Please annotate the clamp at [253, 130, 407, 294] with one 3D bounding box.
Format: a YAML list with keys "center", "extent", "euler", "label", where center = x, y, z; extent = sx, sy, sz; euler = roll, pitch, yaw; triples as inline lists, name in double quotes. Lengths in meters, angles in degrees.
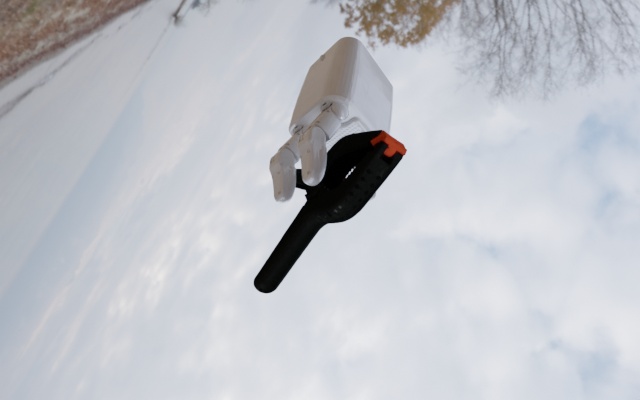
- center: [0.001, 0.002, 0.485]
  extent: [0.036, 0.164, 0.210]
  euler: [28, -35, -28]
  label: "clamp"
